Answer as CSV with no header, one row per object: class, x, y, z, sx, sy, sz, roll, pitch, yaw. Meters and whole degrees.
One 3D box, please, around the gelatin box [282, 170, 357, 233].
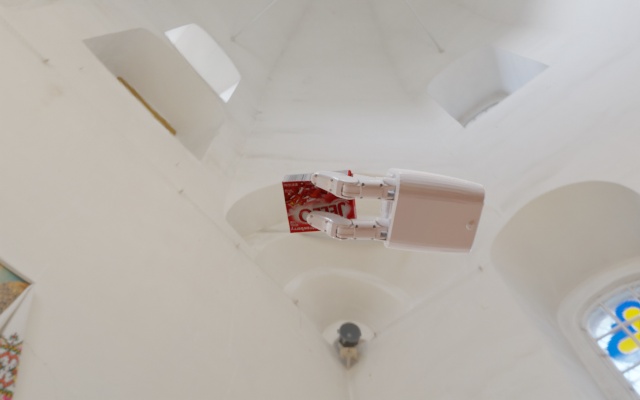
gelatin box,0.000,0.002,0.613,0.089,0.073,0.030,-4,24,9
